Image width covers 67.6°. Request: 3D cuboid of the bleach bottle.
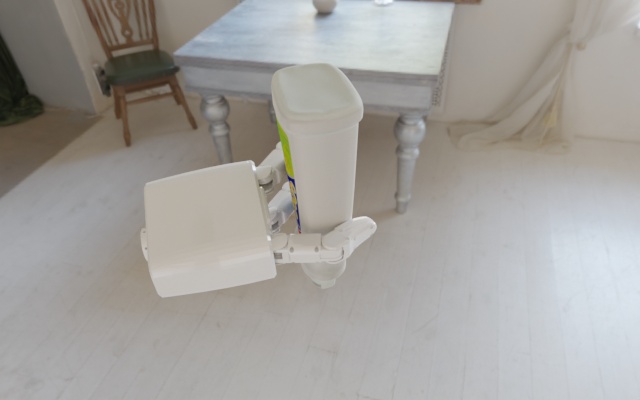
[{"bbox_3d":[0.000,0.001,0.472,0.068,0.251,0.102,-11,40,-8],"label":"bleach bottle"}]
